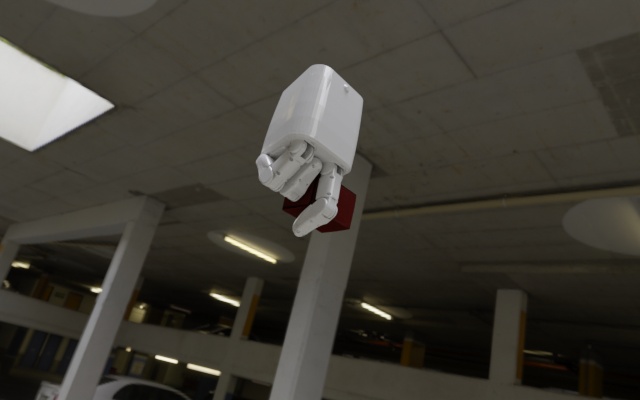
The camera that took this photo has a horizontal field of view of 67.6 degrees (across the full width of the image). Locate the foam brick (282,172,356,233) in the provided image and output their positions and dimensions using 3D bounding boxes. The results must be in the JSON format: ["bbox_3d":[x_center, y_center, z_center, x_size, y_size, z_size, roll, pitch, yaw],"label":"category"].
[{"bbox_3d":[0.000,0.002,0.610,0.053,0.051,0.078,-9,-31,42],"label":"foam brick"}]
